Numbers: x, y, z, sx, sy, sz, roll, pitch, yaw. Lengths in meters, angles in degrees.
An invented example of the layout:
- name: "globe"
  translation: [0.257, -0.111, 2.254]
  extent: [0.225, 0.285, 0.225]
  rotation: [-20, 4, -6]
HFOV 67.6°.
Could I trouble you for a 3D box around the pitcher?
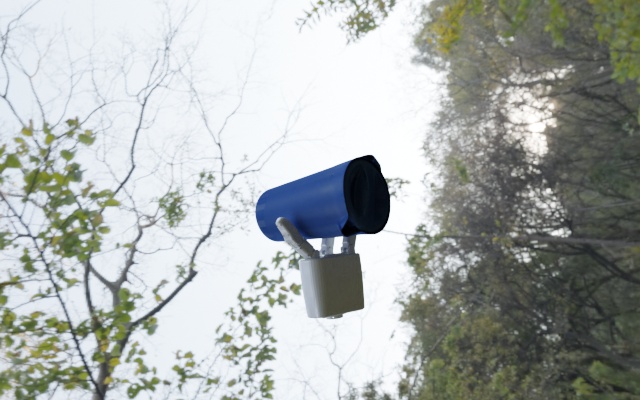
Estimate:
- name: "pitcher"
  translation: [0.000, 0.003, 0.877]
  extent: [0.243, 0.145, 0.149]
  rotation: [-12, -4, 41]
